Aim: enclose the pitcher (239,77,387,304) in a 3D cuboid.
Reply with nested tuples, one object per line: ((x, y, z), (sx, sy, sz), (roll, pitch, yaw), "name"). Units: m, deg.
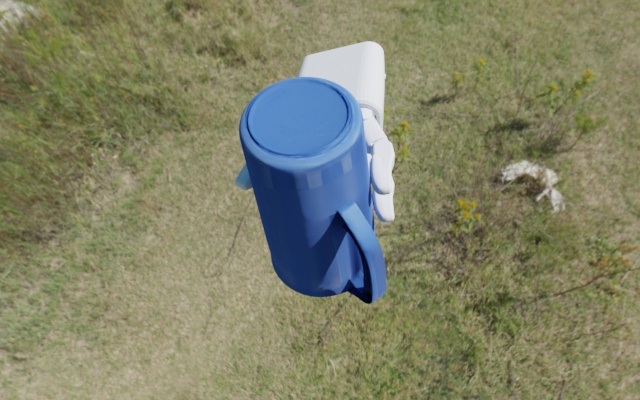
((0.000, 0.001, 0.496), (0.149, 0.145, 0.243), (5, -33, 10), "pitcher")
